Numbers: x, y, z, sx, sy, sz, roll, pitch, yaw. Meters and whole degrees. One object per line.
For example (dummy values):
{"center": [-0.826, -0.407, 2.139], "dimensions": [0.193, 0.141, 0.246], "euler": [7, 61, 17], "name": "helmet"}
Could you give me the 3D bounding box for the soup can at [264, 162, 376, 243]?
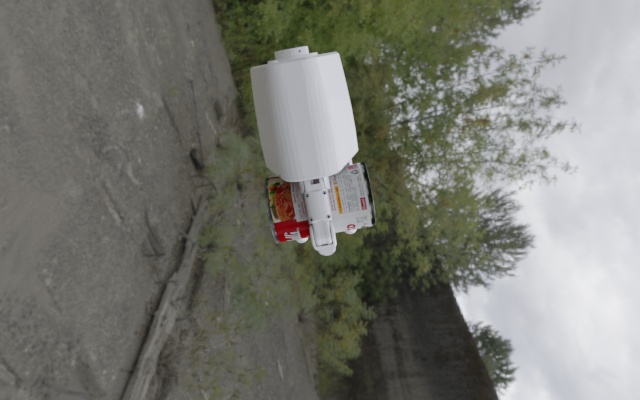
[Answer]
{"center": [0.000, 0.002, 0.487], "dimensions": [0.102, 0.068, 0.068], "euler": [-10, 0, 2], "name": "soup can"}
